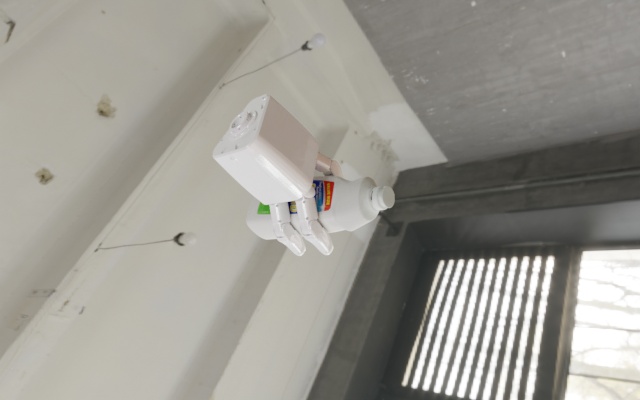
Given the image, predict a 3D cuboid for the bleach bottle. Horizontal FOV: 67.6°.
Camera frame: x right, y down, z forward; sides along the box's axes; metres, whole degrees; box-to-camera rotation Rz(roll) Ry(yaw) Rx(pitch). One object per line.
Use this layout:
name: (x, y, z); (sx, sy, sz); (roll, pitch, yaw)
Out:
bleach bottle: (0.000, 0.002, 0.703); (0.251, 0.102, 0.068); (-9, -42, 43)
